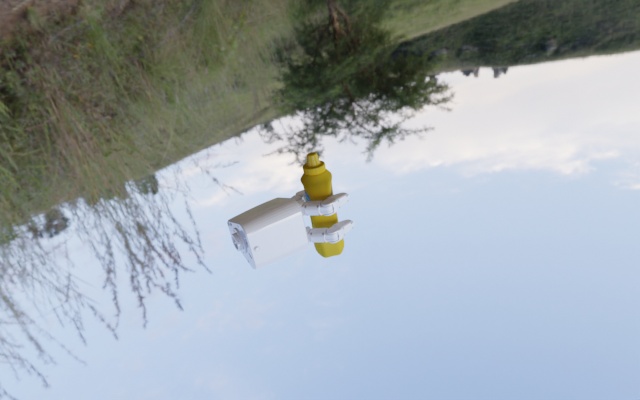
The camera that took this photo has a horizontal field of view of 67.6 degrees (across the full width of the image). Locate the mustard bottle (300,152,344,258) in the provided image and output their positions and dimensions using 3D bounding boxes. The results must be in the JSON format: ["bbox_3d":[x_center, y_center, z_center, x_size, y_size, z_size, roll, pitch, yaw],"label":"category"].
[{"bbox_3d":[0.001,0.003,0.878,0.058,0.192,0.096,-12,26,-1],"label":"mustard bottle"}]
